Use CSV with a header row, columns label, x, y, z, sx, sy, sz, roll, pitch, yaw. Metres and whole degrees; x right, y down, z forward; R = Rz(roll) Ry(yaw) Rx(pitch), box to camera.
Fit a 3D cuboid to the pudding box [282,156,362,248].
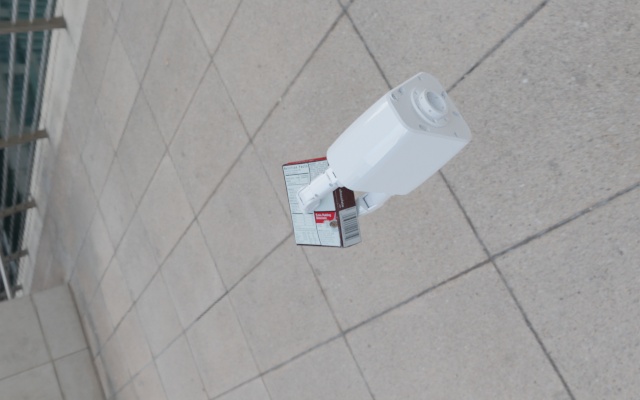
label,x,y,z,sx,sy,sz,roll,pitch,yaw
pudding box,0.000,0.002,0.606,0.039,0.113,0.090,-13,8,-42
